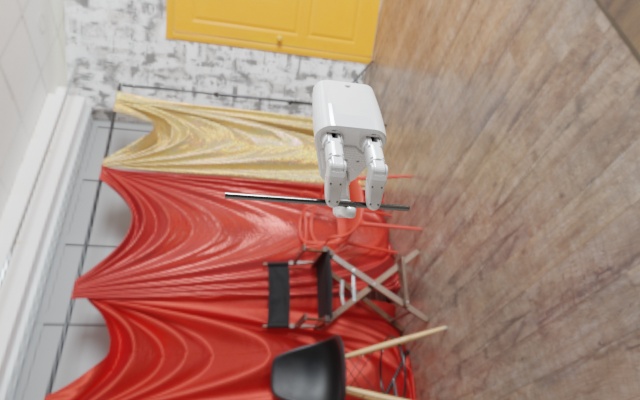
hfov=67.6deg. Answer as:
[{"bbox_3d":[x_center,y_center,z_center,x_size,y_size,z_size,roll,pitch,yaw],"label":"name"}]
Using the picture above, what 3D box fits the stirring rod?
[{"bbox_3d":[0.000,0.002,0.611,0.239,0.011,0.011,4,-1,-12],"label":"stirring rod"}]
